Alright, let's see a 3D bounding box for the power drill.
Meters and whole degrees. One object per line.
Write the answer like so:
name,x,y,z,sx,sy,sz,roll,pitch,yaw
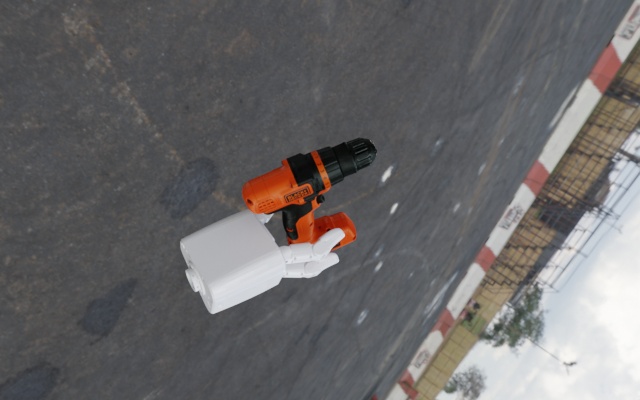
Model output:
power drill,0.000,0.003,0.677,0.184,0.057,0.188,-21,-38,-1
